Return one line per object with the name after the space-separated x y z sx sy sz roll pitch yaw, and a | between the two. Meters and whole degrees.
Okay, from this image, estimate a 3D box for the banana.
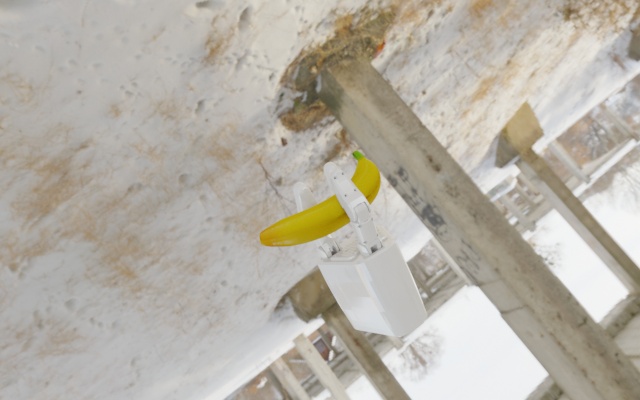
0.017 0.004 0.560 0.069 0.037 0.197 13 40 38 | banana
